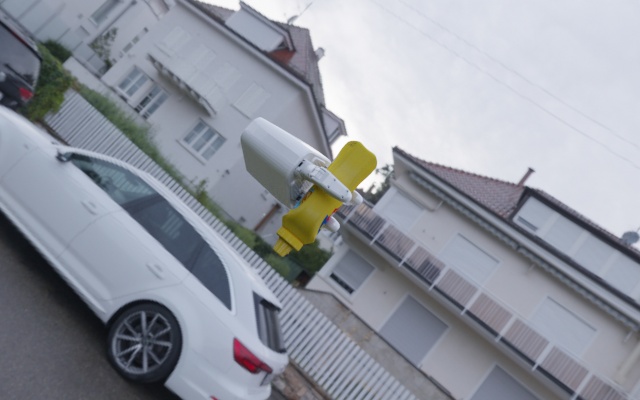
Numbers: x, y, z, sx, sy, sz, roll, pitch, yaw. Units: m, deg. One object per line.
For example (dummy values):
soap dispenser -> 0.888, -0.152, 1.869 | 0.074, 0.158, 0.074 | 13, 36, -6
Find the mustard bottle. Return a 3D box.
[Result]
mustard bottle -> 0.001, 0.002, 0.687 | 0.058, 0.191, 0.096 | 41, -8, -2
